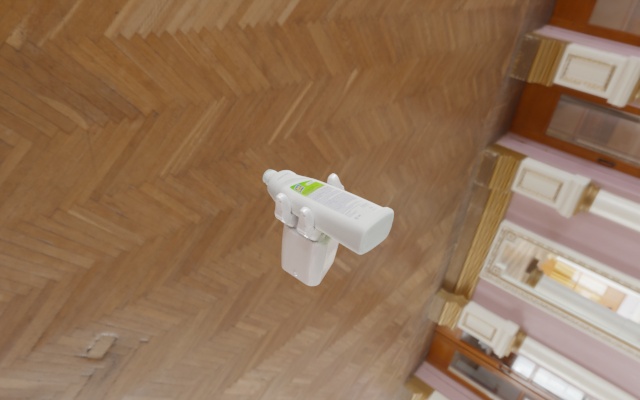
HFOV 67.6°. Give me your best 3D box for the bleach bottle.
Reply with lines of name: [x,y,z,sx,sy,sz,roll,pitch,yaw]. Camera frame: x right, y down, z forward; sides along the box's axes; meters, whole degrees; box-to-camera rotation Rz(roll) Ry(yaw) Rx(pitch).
bleach bottle: [0.000,0.003,0.863,0.250,0.068,0.102,29,36,29]
